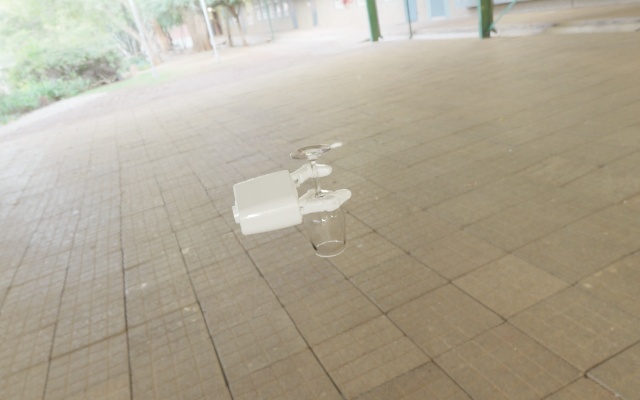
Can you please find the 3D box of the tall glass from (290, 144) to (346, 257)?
[{"bbox_3d":[0.000,0.002,0.883,0.079,0.201,0.079,-10,23,4],"label":"tall glass"}]
